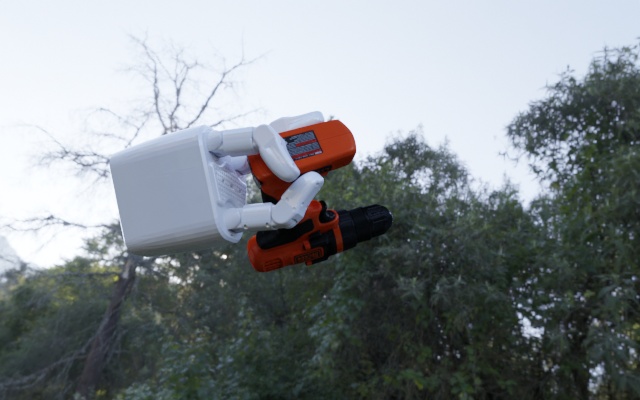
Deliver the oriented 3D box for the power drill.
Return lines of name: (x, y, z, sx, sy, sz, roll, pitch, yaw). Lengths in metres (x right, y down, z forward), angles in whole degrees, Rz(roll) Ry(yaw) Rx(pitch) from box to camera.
power drill: (0.000, 0.001, 0.532, 0.184, 0.057, 0.188, -17, -39, -11)
